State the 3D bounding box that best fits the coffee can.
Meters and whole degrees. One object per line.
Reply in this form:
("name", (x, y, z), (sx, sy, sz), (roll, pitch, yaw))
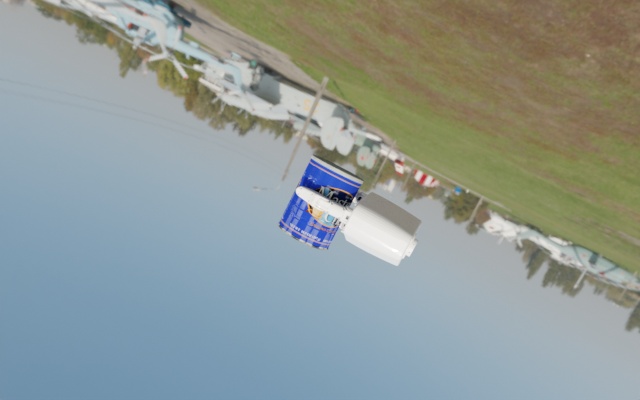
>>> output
("coffee can", (0.000, 0.003, 0.853), (0.103, 0.140, 0.103), (27, 8, -4))
